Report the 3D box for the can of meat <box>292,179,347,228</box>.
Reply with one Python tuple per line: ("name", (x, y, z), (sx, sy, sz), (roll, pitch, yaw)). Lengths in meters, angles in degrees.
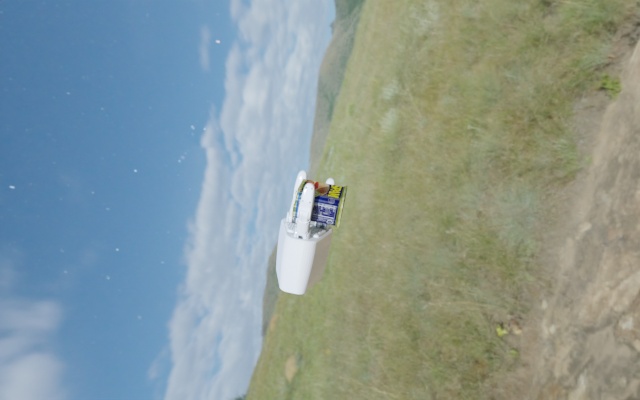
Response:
("can of meat", (0.000, 0.003, 0.855), (0.084, 0.057, 0.102), (11, 20, 4))
